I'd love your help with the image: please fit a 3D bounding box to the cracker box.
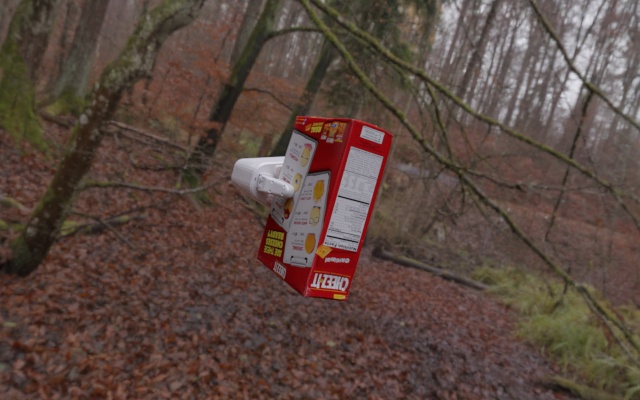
[{"bbox_3d":[0.000,0.002,0.626,0.072,0.214,0.164,14,4,-29],"label":"cracker box"}]
